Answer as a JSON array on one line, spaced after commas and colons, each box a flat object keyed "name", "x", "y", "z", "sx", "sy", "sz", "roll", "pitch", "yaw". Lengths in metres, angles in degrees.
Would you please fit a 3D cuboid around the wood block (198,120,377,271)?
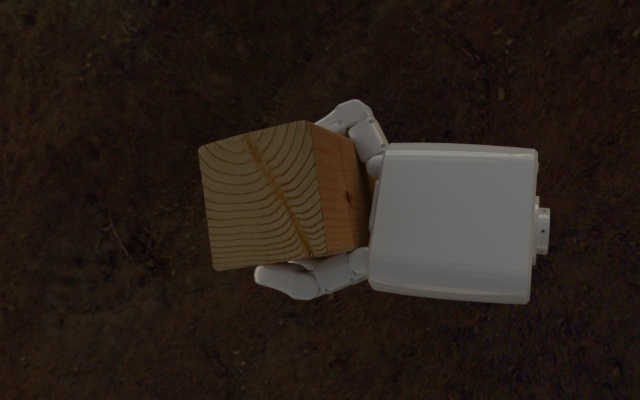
[{"name": "wood block", "x": 0.000, "y": 0.001, "z": 0.410, "sx": 0.090, "sy": 0.091, "sz": 0.206, "roll": -11, "pitch": -6, "yaw": 23}]
